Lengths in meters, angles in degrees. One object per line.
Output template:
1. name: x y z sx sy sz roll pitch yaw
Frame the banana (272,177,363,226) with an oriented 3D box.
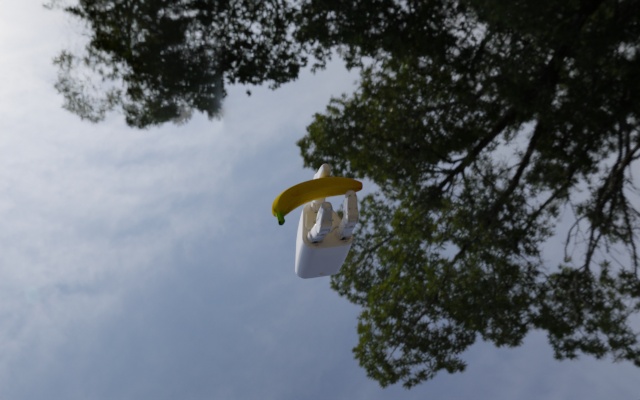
1. banana: -0.015 -0.007 0.823 0.197 0.037 0.069 -25 54 -36
